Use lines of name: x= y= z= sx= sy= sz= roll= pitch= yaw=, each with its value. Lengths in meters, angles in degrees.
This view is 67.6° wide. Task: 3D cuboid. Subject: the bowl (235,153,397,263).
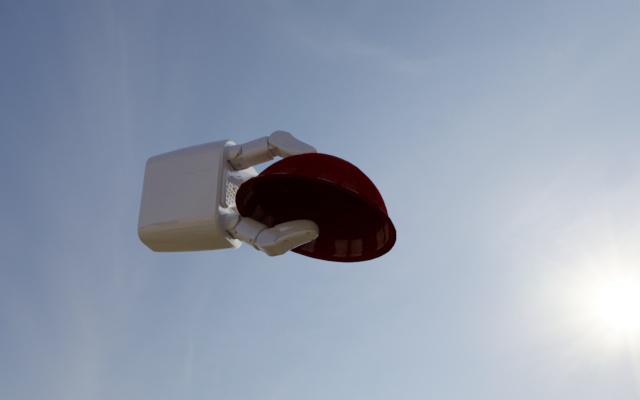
bowl: x=0.001 y=0.001 z=0.478 sx=0.162 sy=0.055 sz=0.162 roll=13 pitch=-31 yaw=8
